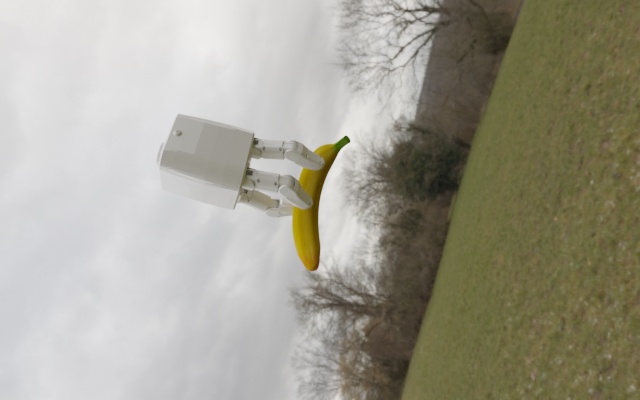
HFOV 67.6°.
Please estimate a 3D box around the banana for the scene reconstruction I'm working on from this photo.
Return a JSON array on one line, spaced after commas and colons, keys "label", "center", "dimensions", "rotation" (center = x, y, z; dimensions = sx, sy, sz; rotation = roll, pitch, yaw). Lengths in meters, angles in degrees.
[{"label": "banana", "center": [-0.010, 0.001, 0.669], "dimensions": [0.037, 0.197, 0.069], "rotation": [22, -17, -32]}]
